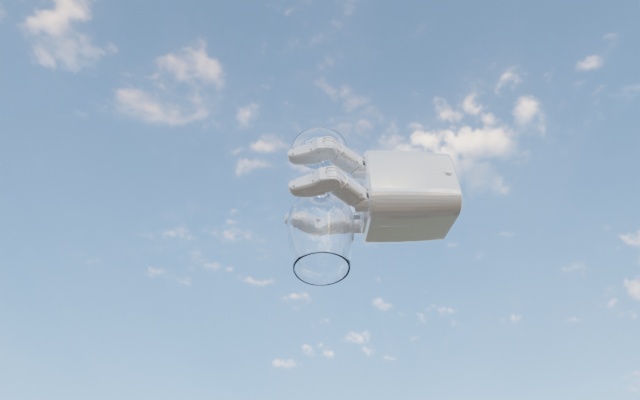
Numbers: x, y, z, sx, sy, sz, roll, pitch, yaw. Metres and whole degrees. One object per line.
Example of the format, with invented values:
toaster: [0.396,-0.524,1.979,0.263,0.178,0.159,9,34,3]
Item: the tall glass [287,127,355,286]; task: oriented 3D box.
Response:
tall glass: [0.000,0.001,0.577,0.079,0.200,0.079,0,-44,0]
